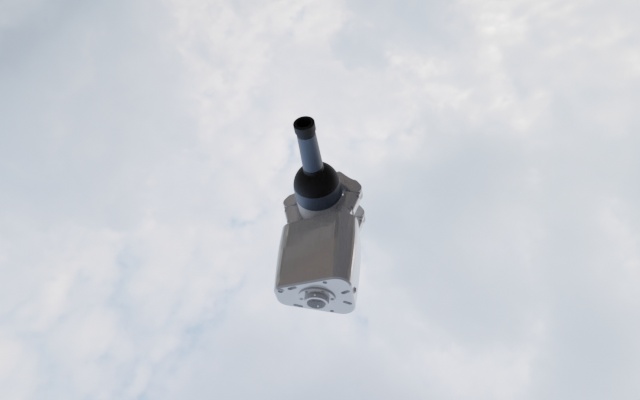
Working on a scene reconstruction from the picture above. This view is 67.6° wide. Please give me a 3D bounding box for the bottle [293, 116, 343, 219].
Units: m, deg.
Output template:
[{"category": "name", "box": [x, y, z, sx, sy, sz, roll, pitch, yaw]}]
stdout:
[{"category": "bottle", "box": [0.000, 0.002, 0.694, 0.069, 0.069, 0.296, 0, -42, 11]}]
